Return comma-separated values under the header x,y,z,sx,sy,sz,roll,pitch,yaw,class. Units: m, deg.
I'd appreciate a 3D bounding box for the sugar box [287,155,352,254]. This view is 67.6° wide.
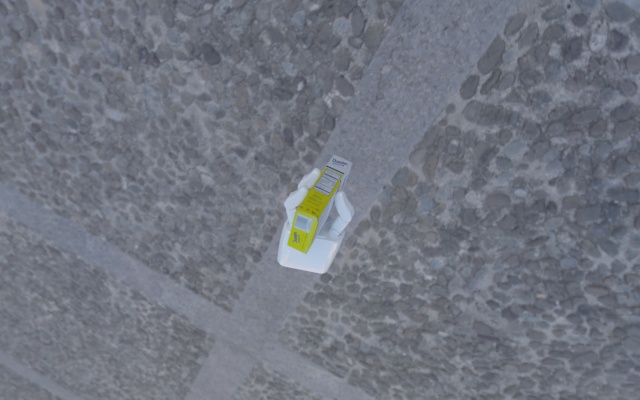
x,y,z,sx,sy,sz,roll,pitch,yaw,class
0.000,0.003,0.860,0.048,0.093,0.176,23,43,6,sugar box
